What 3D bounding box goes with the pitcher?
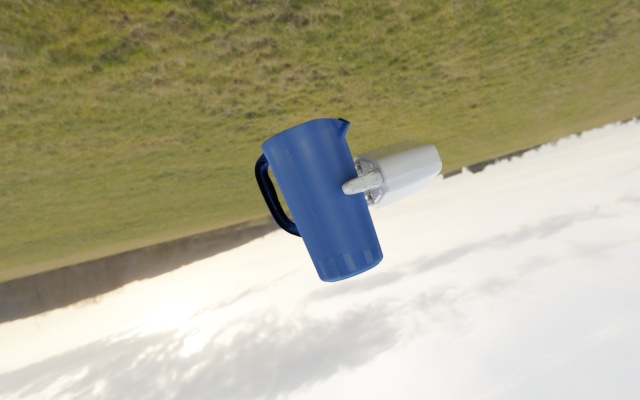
[{"bbox_3d":[0.000,0.002,0.755,0.145,0.243,0.149,-20,-1,-17],"label":"pitcher"}]
